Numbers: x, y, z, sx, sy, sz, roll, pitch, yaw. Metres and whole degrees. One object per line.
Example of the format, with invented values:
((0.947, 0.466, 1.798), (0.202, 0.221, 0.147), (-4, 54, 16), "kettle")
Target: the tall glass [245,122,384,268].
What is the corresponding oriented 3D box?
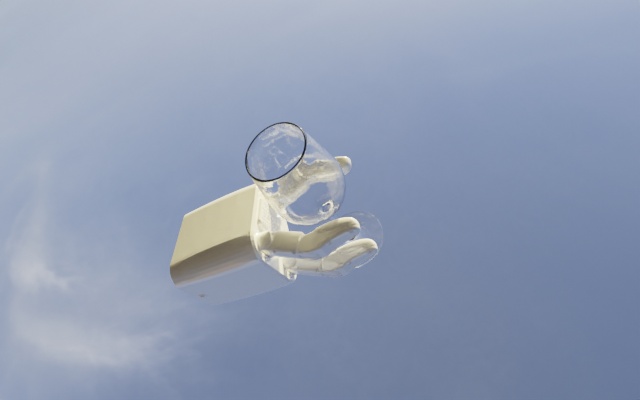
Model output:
((0.000, 0.002, 0.496), (0.079, 0.079, 0.201), (0, -27, 27), "tall glass")
